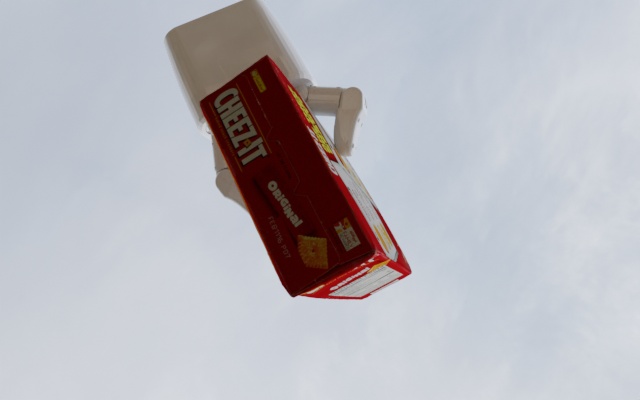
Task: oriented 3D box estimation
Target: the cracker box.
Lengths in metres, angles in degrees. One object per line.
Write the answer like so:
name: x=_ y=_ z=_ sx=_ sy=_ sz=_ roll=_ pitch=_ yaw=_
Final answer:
cracker box: x=0.000 y=0.001 z=0.415 sx=0.072 sy=0.164 sz=0.214 roll=-31 pitch=-19 yaw=8
